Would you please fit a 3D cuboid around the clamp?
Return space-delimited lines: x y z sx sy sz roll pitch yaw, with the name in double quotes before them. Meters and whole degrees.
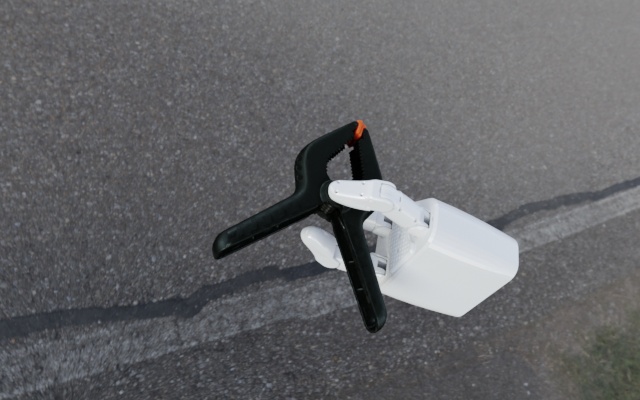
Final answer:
"clamp" 0.001 0.001 0.452 0.164 0.209 0.036 22 -33 -15
